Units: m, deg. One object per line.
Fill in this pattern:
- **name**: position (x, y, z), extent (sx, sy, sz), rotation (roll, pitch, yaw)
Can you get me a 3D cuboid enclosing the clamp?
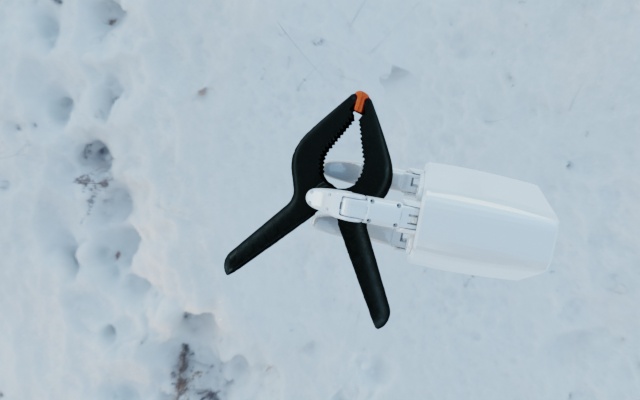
- **clamp**: position (0.000, 0.001, 0.444), extent (0.164, 0.210, 0.036), rotation (11, 4, 9)
